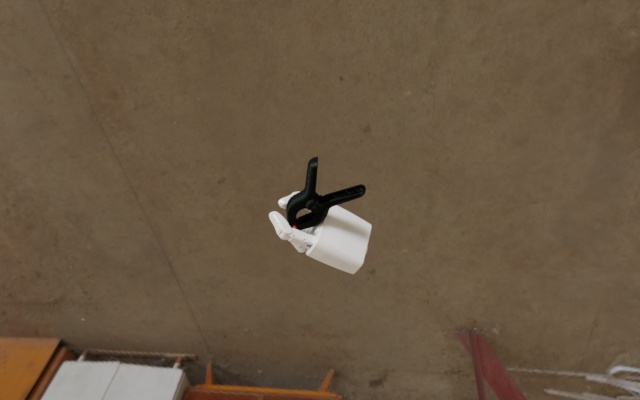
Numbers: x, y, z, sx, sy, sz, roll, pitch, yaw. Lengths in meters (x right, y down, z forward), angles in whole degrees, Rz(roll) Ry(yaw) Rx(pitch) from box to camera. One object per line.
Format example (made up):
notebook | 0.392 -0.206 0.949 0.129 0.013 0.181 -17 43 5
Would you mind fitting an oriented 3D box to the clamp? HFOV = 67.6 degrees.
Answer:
clamp | 0.000 0.003 0.885 0.120 0.171 0.039 26 39 -13
